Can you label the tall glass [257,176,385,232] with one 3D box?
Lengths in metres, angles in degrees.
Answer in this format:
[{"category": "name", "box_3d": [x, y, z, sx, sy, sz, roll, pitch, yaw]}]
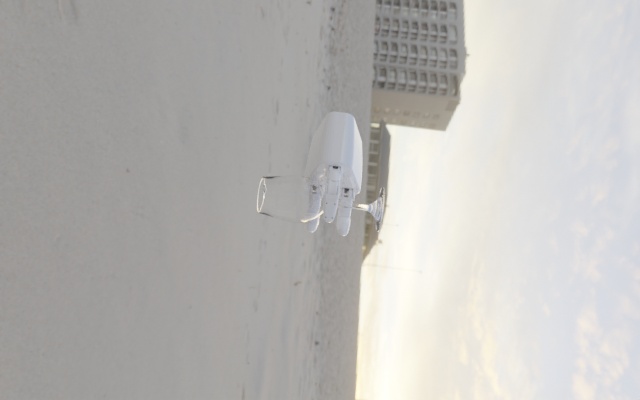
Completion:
[{"category": "tall glass", "box_3d": [0.001, 0.003, 0.785, 0.201, 0.079, 0.079, 7, 0, 1]}]
